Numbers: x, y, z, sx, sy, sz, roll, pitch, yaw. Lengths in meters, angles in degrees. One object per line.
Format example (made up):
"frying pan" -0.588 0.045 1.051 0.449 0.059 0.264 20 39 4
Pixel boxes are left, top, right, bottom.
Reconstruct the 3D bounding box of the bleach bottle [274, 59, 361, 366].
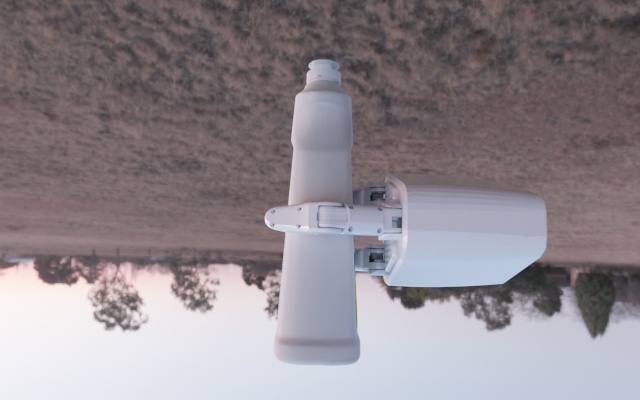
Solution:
"bleach bottle" 0.000 0.001 0.406 0.068 0.251 0.102 2 -7 -1
